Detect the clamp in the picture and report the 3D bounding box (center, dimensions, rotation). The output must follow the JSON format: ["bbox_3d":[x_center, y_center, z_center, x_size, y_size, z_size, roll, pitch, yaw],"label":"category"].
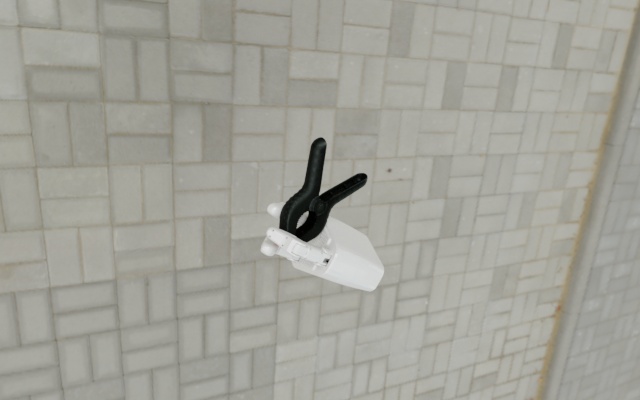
[{"bbox_3d":[0.000,0.003,0.719,0.120,0.171,0.039,25,7,-33],"label":"clamp"}]
